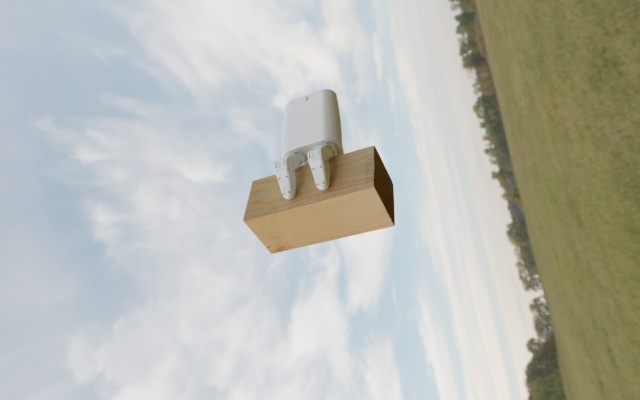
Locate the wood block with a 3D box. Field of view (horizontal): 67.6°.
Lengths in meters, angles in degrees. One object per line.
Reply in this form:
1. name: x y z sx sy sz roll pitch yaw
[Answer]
1. wood block: 0.000 0.002 0.726 0.206 0.090 0.091 -15 -46 21
